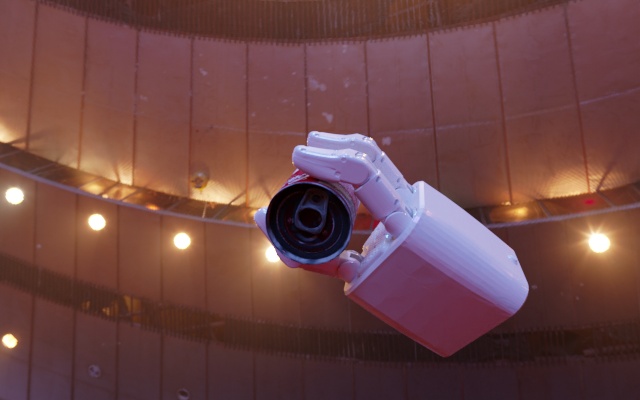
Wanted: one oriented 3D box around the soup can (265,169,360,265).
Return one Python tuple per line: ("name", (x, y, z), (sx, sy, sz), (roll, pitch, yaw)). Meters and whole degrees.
("soup can", (0.000, 0.001, 0.408), (0.068, 0.068, 0.102), (0, 20, 12))
